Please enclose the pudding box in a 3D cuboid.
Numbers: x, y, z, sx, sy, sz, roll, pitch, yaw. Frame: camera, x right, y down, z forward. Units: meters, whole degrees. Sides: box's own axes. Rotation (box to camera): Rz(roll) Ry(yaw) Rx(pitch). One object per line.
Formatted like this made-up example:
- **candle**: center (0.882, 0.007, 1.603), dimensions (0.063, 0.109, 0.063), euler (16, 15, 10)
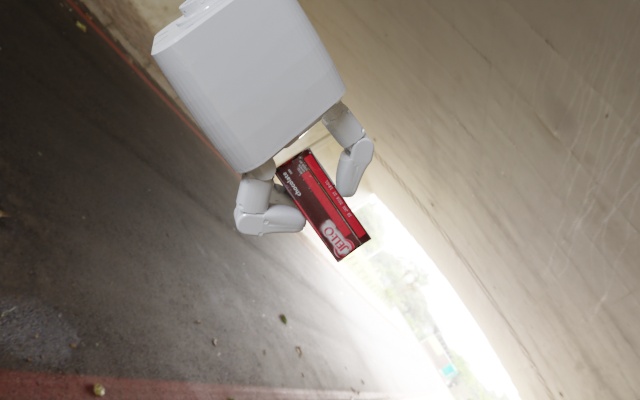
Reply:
- **pudding box**: center (0.000, 0.001, 0.425), dimensions (0.039, 0.090, 0.113), euler (-34, 3, 2)
